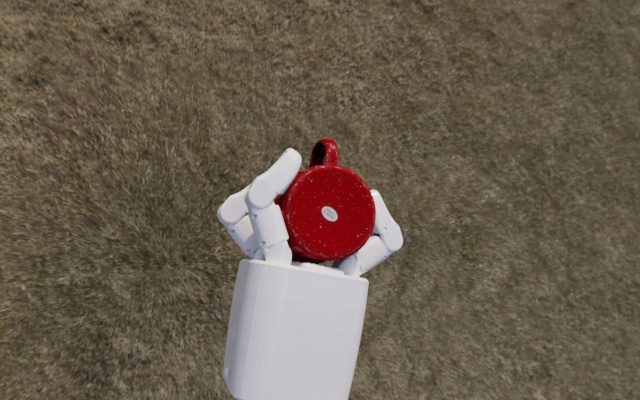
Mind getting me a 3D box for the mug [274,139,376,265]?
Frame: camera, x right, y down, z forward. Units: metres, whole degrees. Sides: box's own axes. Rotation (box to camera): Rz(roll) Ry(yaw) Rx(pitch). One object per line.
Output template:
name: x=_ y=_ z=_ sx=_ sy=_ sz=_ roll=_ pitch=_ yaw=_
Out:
mug: x=0.000 y=0.000 z=0.432 sx=0.093 sy=0.117 sz=0.081 roll=11 pitch=-9 yaw=-16
